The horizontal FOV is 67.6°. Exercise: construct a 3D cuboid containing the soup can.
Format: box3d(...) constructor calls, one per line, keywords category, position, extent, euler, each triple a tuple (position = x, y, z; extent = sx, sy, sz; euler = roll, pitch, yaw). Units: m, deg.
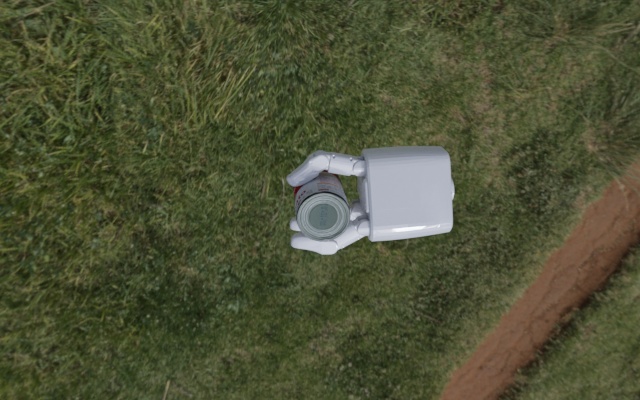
box3d(category="soup can", position=(0.000, 0.002, 0.617), extent=(0.068, 0.068, 0.102), euler=(0, 22, -5))
